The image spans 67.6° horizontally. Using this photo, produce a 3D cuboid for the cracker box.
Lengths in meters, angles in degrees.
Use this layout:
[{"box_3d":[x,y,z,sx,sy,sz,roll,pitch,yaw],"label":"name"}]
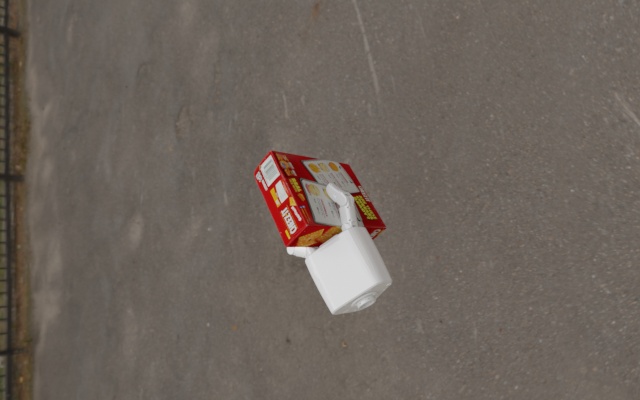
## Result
[{"box_3d":[0.000,0.003,0.875,0.214,0.164,0.072,5,-42,-47],"label":"cracker box"}]
